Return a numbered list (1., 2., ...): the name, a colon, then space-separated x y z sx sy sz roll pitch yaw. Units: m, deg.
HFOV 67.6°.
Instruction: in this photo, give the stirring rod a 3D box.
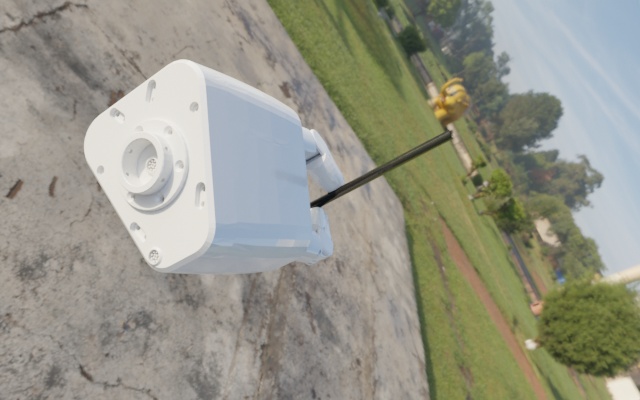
1. stirring rod: 0.000 0.001 0.408 0.239 0.011 0.011 -28 -10 20
